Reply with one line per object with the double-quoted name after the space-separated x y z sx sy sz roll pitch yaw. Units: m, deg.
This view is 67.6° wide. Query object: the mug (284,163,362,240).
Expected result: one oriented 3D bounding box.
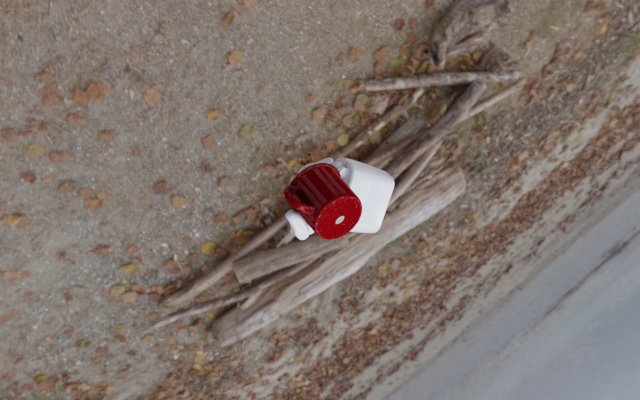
-0.001 0.002 0.701 0.117 0.093 0.081 11 28 -40 "mug"
